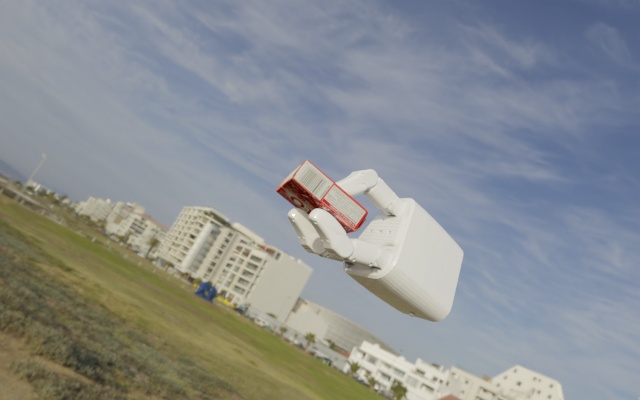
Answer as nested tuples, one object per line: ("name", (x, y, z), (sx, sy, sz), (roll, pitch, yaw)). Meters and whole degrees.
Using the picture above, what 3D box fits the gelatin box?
("gelatin box", (0.000, 0.001, 0.523), (0.089, 0.030, 0.073), (40, -19, -8))
